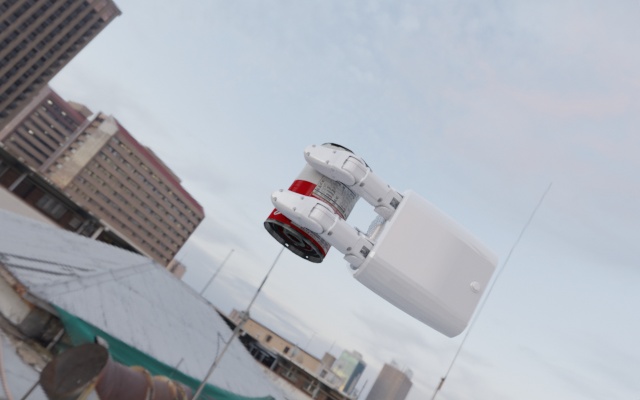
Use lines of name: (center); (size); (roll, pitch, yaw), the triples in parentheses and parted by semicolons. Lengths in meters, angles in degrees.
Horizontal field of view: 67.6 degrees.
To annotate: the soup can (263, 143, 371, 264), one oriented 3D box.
soup can: (0.000, 0.001, 0.474); (0.068, 0.102, 0.068); (30, -20, 12)
